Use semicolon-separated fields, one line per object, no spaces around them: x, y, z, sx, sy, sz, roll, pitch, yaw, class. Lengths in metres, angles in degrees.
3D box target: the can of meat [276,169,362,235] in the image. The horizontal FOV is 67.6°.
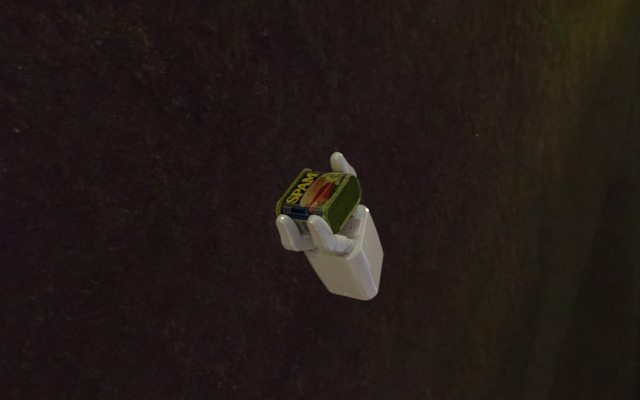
0.000;0.002;0.685;0.084;0.057;0.102;6;44;34;can of meat
